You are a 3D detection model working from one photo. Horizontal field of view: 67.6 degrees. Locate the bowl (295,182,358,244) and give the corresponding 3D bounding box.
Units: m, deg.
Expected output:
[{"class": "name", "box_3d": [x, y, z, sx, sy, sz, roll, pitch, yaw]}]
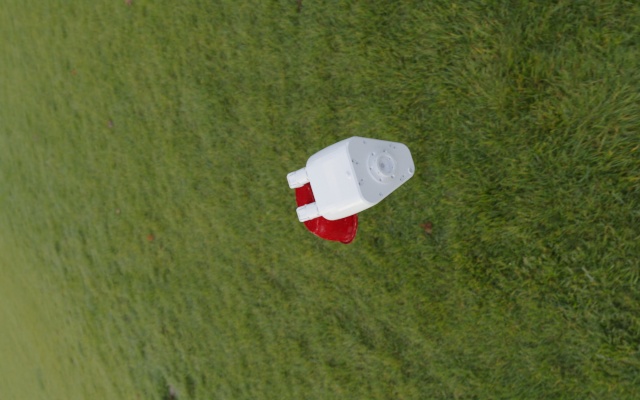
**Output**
[{"class": "bowl", "box_3d": [-0.001, 0.003, 0.801, 0.055, 0.162, 0.162, -16, 6, -21]}]
